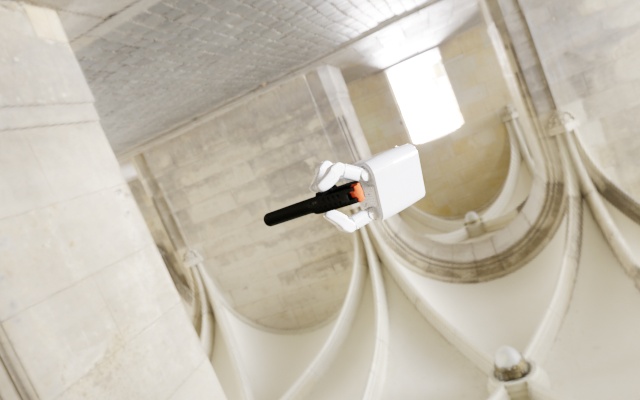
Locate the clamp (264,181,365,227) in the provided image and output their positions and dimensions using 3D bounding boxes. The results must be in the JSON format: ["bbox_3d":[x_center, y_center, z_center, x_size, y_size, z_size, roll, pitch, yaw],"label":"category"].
[{"bbox_3d":[0.001,0.003,0.807,0.164,0.036,0.210,-26,7,-23],"label":"clamp"}]
